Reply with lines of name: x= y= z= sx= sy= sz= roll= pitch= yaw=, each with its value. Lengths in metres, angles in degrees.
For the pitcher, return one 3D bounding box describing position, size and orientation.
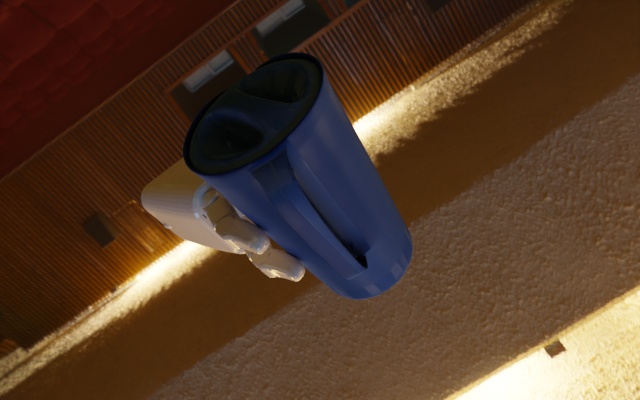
pitcher: x=0.000 y=0.001 z=0.446 sx=0.145 sy=0.149 sz=0.243 roll=3 pitch=-34 yaw=38
